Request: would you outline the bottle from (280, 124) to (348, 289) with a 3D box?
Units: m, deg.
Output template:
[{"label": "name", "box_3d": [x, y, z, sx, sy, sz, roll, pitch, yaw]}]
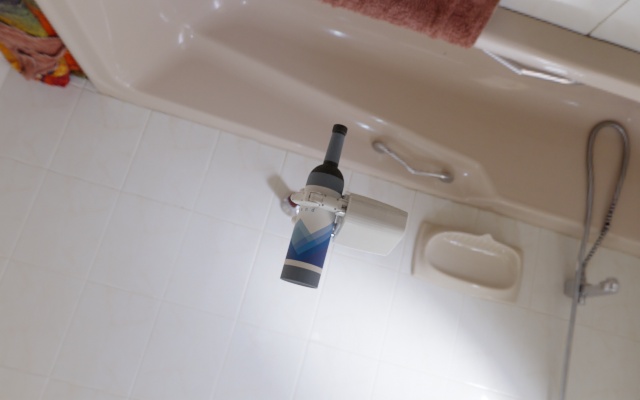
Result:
[{"label": "bottle", "box_3d": [0.000, 0.003, 0.840, 0.069, 0.295, 0.069, 14, -14, 4]}]
